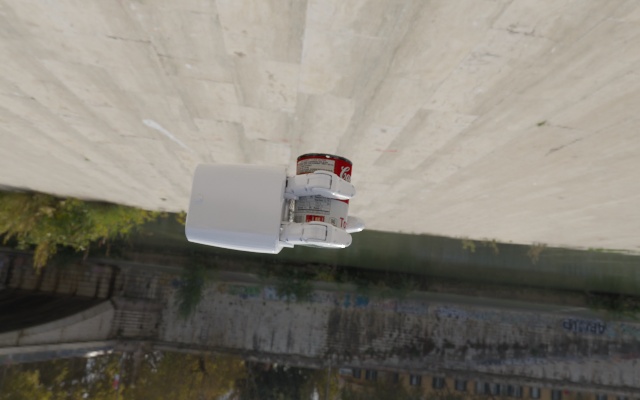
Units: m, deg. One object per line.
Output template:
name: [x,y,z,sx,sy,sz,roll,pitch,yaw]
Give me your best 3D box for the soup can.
soup can: [0.001,0.002,0.568,0.068,0.102,0.068,6,-11,1]
